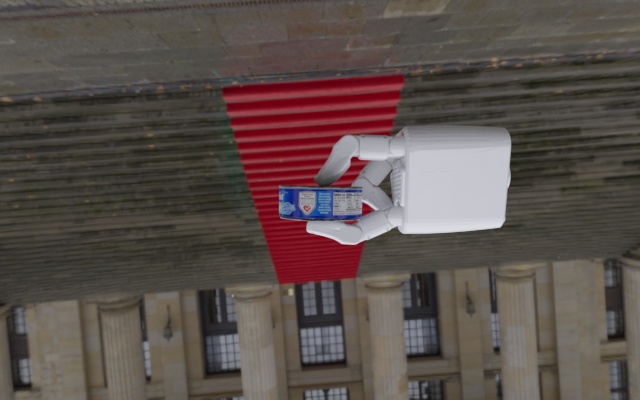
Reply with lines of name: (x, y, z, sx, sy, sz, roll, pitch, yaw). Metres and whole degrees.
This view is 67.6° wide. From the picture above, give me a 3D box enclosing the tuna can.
tuna can: (0.000, 0.002, 0.487, 0.086, 0.034, 0.086, 1, 2, 0)
